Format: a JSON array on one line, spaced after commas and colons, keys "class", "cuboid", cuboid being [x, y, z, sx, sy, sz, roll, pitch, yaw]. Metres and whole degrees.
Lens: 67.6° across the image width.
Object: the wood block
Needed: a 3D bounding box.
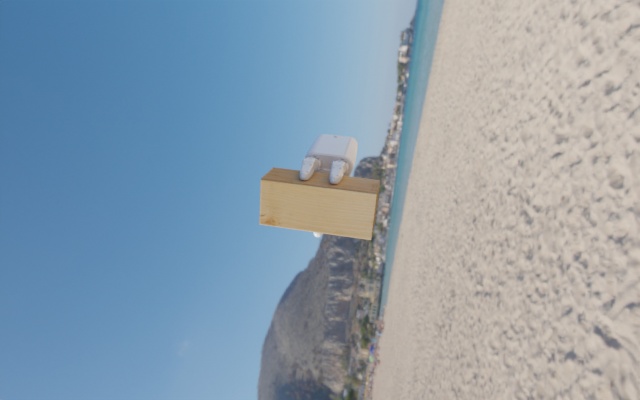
[{"class": "wood block", "cuboid": [0.000, 0.003, 0.882, 0.206, 0.091, 0.090, 7, 20, 8]}]
